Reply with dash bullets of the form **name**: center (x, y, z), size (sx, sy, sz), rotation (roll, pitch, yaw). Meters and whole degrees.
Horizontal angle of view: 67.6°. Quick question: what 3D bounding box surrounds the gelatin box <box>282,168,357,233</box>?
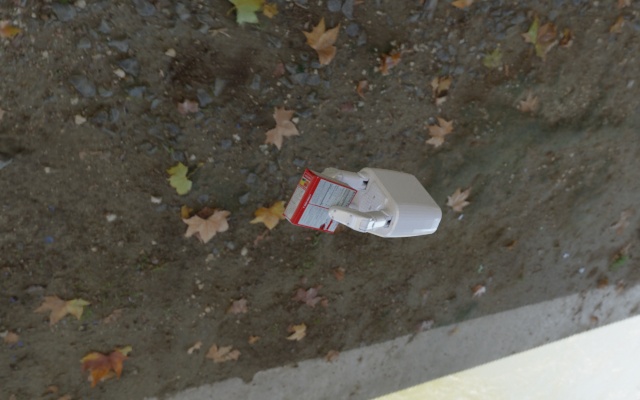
- **gelatin box**: center (0.000, 0.002, 0.662), size (0.089, 0.073, 0.030), rotation (16, 17, -47)
